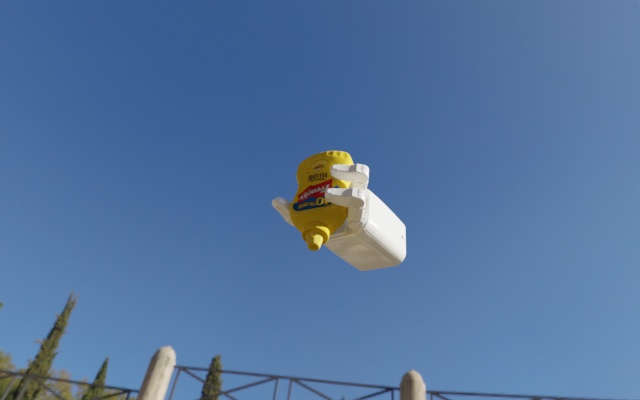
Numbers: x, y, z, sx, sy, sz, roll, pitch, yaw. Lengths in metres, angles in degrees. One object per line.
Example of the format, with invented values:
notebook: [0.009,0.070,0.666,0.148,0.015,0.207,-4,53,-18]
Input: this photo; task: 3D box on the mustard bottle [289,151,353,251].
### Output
mustard bottle: [0.000,0.002,0.758,0.096,0.058,0.191,-10,42,17]
